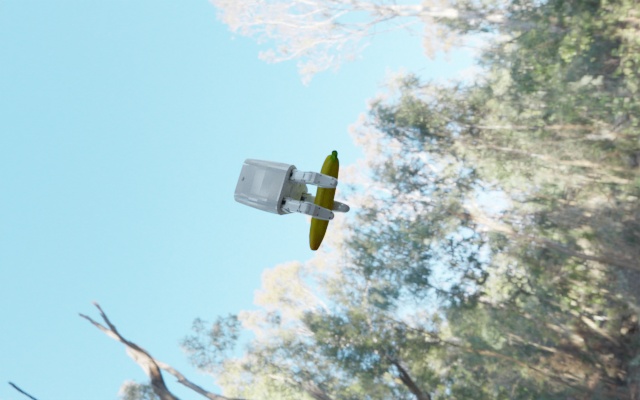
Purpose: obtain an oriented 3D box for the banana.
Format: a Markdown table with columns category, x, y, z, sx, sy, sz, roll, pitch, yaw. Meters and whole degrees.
| category | x | y | z | sx | sy | sz | roll | pitch | yaw |
| --- | --- | --- | --- | --- | --- | --- | --- | --- | --- |
| banana | 0.005 | -0.004 | 0.906 | 0.037 | 0.198 | 0.069 | 13 | 15 | 12 |
